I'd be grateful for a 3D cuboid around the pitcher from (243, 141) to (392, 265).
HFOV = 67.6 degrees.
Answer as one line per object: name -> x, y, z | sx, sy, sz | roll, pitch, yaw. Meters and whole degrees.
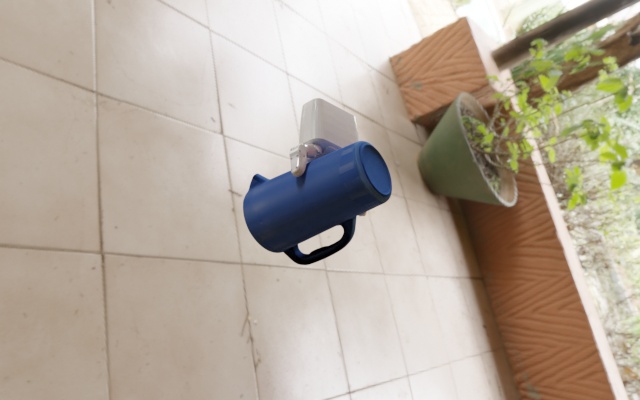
pitcher -> 0.000, 0.002, 0.820 | 0.243, 0.145, 0.149 | -24, -41, 31
